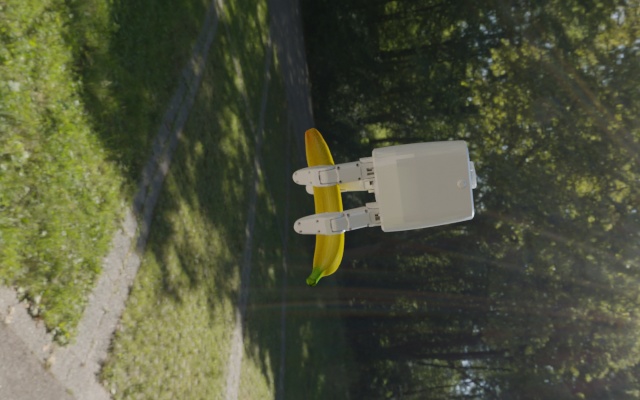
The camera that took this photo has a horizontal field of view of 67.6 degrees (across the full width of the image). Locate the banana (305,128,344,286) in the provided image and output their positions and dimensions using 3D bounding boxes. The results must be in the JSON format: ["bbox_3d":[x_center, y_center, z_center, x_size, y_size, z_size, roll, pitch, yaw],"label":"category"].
[{"bbox_3d":[0.006,0.009,0.610,0.037,0.197,0.070,-6,-13,17],"label":"banana"}]
